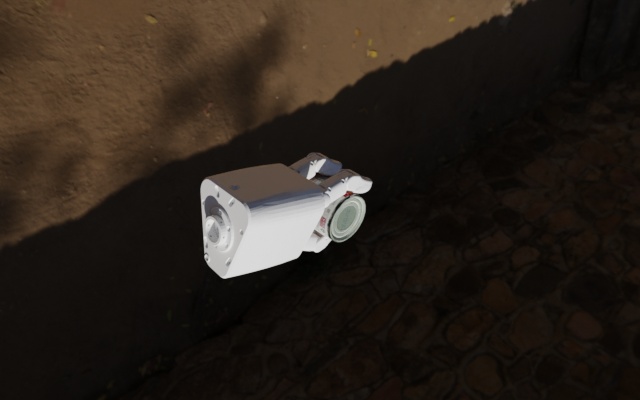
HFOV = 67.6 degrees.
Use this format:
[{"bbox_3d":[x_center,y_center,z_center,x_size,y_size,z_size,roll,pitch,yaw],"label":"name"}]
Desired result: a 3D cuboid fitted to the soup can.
[{"bbox_3d":[0.001,0.002,0.627,0.102,0.068,0.068,32,20,36],"label":"soup can"}]
